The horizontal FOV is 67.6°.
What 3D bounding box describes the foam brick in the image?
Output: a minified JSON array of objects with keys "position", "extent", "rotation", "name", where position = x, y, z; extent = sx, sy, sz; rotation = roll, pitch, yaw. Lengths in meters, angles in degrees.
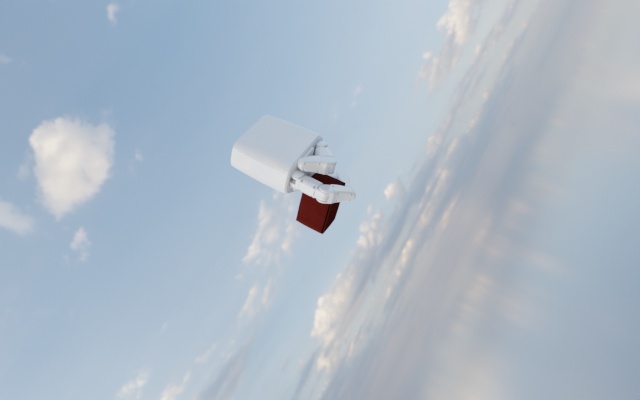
[{"position":[0.000,0.003,0.771],"extent":[0.051,0.078,0.053],"rotation":[24,33,14],"name":"foam brick"}]
